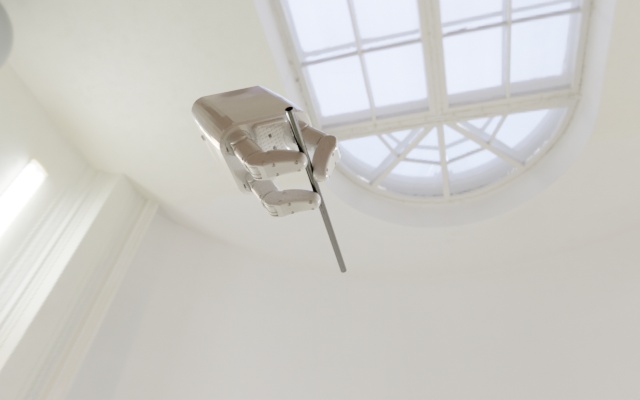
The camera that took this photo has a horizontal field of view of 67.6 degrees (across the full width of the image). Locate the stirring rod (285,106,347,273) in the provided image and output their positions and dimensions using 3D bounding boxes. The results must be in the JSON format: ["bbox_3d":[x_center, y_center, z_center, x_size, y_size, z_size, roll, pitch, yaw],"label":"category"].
[{"bbox_3d":[0.000,0.002,0.516,0.011,0.240,0.011,-10,42,9],"label":"stirring rod"}]
